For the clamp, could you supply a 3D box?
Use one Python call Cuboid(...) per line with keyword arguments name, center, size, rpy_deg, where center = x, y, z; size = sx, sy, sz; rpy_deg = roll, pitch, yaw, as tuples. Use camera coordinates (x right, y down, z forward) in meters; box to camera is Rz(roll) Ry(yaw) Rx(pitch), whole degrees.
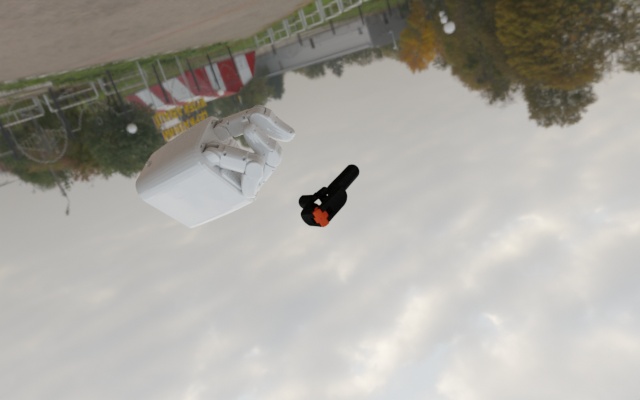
Cuboid(name="clamp", center=(0.001, 0.003, 0.758), size=(0.120, 0.039, 0.171), rpy_deg=(-37, 9, 25))
